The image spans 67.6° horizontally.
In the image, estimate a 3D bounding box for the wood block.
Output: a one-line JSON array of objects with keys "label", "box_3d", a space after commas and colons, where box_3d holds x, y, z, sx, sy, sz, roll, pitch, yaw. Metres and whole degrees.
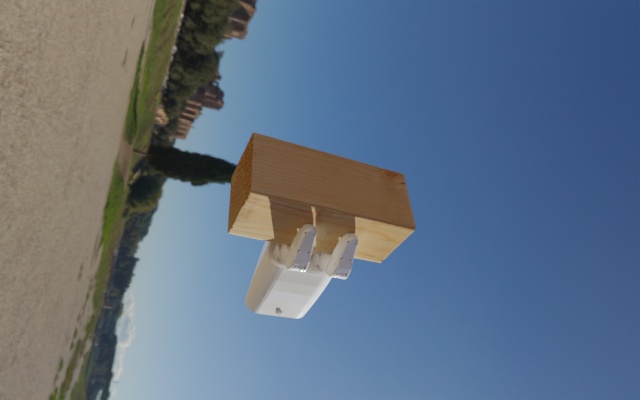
[{"label": "wood block", "box_3d": [0.000, 0.002, 0.589, 0.206, 0.090, 0.090, 13, -42, -22]}]
